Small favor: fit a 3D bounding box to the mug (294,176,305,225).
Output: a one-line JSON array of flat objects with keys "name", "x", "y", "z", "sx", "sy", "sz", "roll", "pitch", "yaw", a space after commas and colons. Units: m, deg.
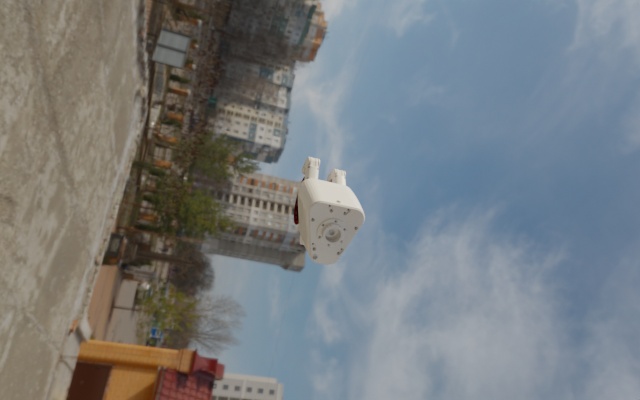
[{"name": "mug", "x": 0.000, "y": 0.003, "z": 0.895, "sx": 0.081, "sy": 0.093, "sz": 0.117, "roll": 12, "pitch": 18, "yaw": -13}]
